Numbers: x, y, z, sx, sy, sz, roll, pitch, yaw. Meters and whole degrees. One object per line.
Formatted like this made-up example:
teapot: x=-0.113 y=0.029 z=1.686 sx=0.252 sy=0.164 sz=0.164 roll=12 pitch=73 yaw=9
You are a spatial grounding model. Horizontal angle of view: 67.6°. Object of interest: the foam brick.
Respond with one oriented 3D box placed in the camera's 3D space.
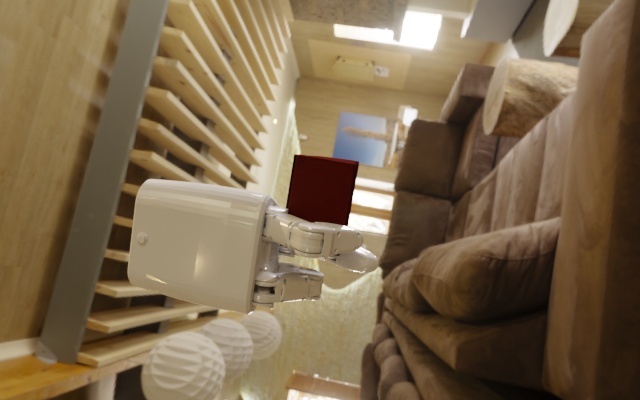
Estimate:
foam brick: x=0.000 y=0.001 z=0.406 sx=0.051 sy=0.078 sz=0.053 roll=10 pitch=7 yaw=7
